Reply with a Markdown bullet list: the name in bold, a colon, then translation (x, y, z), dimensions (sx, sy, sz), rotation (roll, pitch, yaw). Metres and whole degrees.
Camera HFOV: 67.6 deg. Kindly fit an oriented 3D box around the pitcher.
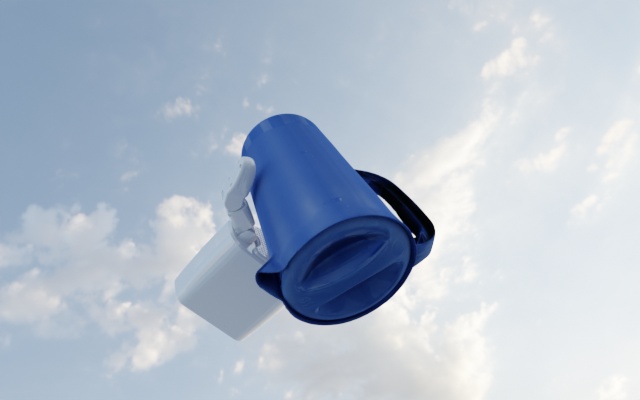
- **pitcher**: translation (0.000, 0.002, 0.521), dimensions (0.149, 0.145, 0.242), rotation (35, 16, -38)
